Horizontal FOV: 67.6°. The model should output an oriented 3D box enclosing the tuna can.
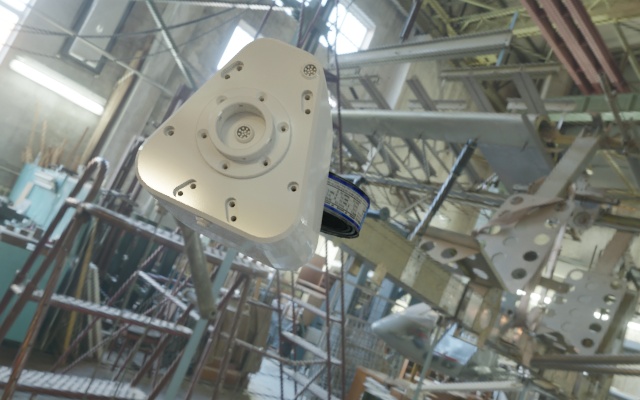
[{"bbox_3d":[0.000,0.001,0.427,0.086,0.033,0.086,22,-15,6],"label":"tuna can"}]
